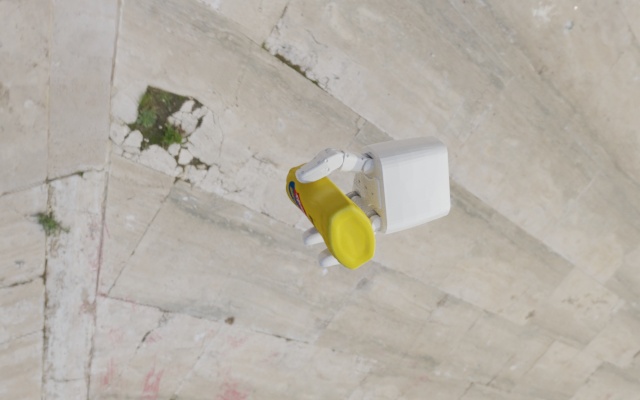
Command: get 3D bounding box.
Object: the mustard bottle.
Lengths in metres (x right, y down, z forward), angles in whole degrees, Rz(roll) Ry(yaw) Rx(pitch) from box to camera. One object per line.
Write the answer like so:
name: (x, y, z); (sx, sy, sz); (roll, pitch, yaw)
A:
mustard bottle: (0.000, 0.002, 0.627); (0.058, 0.096, 0.191); (-32, 37, -7)
